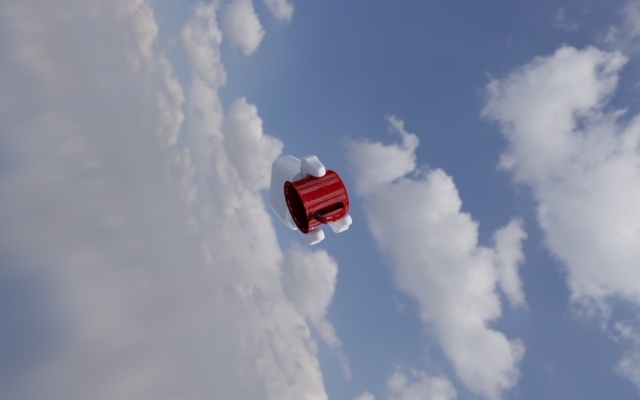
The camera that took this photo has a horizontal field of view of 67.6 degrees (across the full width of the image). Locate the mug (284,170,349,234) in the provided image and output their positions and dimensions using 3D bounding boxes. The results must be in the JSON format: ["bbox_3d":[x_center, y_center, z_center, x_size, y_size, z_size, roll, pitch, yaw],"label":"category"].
[{"bbox_3d":[0.001,0.003,0.785,0.081,0.093,0.117,-21,31,-20],"label":"mug"}]
